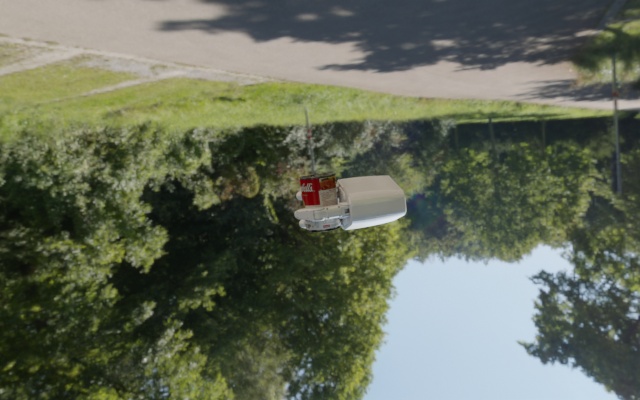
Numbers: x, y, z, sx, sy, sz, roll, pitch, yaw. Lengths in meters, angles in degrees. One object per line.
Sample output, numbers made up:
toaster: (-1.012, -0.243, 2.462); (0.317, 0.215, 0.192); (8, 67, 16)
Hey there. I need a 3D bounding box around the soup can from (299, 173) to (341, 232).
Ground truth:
soup can: (0.000, 0.003, 0.892); (0.068, 0.102, 0.068); (-6, 7, 1)
